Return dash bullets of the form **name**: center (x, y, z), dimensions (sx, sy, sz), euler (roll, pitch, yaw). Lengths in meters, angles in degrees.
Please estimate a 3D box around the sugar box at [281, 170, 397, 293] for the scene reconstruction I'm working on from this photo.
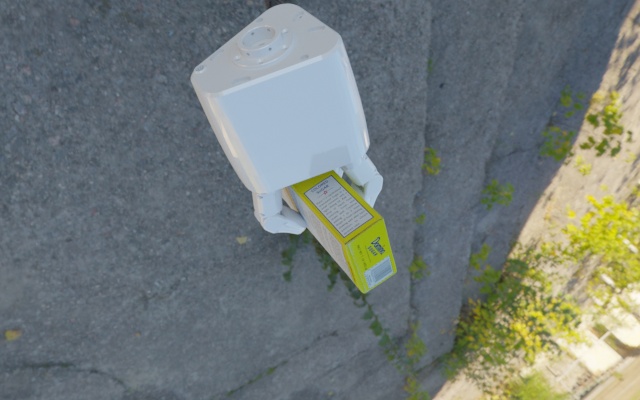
- **sugar box**: center (0.001, 0.001, 0.469), dimensions (0.048, 0.176, 0.093), euler (-32, -39, -9)
